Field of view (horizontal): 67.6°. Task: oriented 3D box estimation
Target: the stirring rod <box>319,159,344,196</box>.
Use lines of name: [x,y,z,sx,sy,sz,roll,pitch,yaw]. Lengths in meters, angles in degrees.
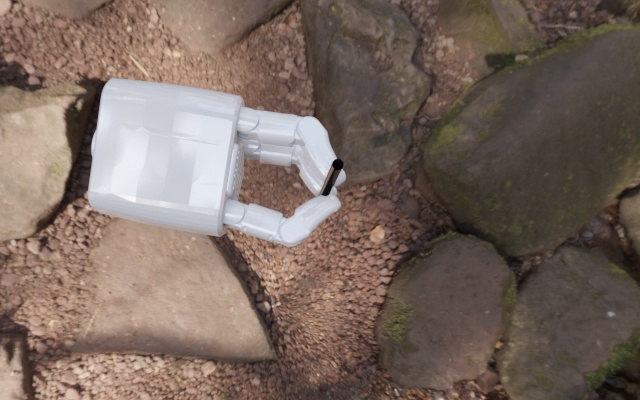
stirring rod: [0.000,0.002,0.440,0.011,0.011,0.239,0,-12,-6]
